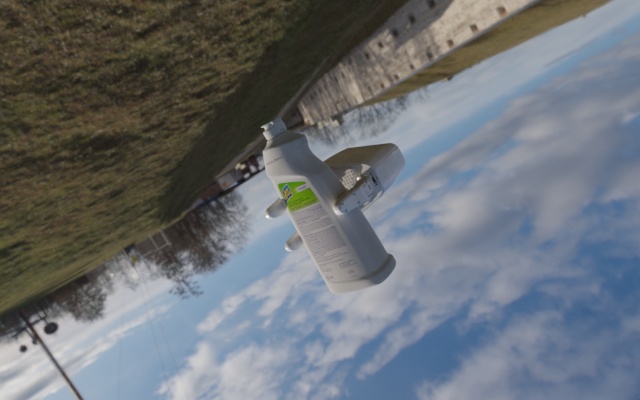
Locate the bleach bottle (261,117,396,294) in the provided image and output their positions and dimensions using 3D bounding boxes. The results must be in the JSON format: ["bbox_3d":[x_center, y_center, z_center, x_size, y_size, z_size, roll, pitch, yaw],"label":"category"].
[{"bbox_3d":[0.000,0.002,0.644,0.102,0.251,0.068,-22,11,37],"label":"bleach bottle"}]
